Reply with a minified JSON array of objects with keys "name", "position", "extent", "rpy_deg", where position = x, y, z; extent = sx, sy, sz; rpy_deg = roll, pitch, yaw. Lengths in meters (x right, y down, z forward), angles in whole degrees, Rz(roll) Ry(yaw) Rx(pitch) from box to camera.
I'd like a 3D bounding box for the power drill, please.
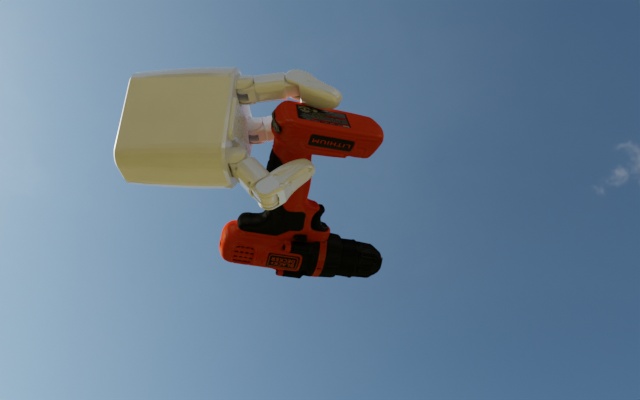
[{"name":"power drill","position":[0.000,0.001,0.495],"extent":[0.184,0.188,0.057],"rpy_deg":[9,30,-16]}]
